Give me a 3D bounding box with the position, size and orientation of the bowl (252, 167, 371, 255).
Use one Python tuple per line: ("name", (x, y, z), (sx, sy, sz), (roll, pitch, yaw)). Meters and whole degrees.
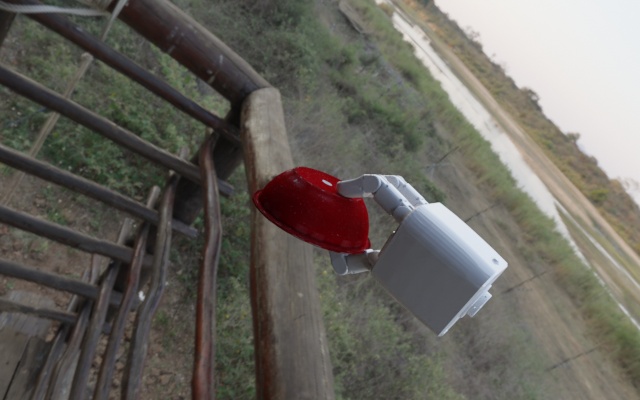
("bowl", (-0.001, 0.001, 0.596), (0.162, 0.055, 0.162), (22, 16, -7))
